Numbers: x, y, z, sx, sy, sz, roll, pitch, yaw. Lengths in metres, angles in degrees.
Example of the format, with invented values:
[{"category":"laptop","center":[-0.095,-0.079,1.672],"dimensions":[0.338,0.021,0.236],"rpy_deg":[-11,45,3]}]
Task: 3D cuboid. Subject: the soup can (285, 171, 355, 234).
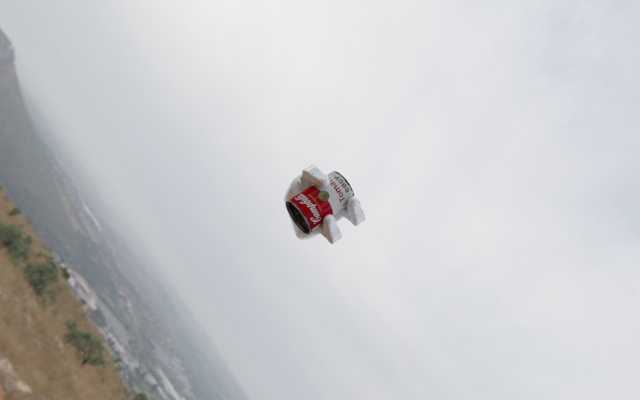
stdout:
[{"category":"soup can","center":[0.000,0.002,0.824],"dimensions":[0.102,0.068,0.068],"rpy_deg":[-34,13,-19]}]
